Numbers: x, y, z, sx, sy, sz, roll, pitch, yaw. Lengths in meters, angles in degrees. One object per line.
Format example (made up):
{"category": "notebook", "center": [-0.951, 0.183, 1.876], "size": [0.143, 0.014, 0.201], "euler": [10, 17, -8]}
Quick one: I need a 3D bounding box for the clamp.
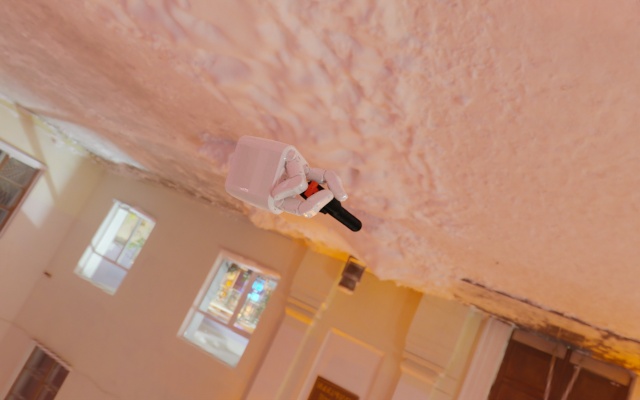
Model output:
{"category": "clamp", "center": [0.000, 0.003, 0.857], "size": [0.120, 0.039, 0.171], "euler": [18, -16, 30]}
